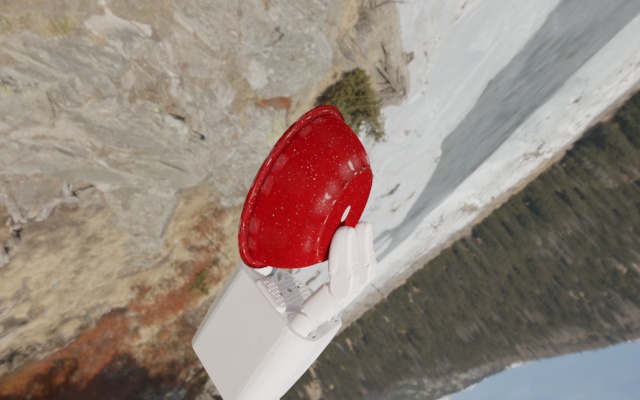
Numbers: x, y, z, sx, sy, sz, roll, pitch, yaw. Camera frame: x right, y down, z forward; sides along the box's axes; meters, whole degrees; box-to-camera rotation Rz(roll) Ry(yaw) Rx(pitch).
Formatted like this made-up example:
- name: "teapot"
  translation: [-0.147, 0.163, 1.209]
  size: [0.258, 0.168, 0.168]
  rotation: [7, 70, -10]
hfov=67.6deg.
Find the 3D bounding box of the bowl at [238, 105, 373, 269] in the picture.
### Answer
- name: "bowl"
  translation: [0.001, 0.000, 0.419]
  size: [0.055, 0.162, 0.162]
  rotation: [28, 10, 20]
